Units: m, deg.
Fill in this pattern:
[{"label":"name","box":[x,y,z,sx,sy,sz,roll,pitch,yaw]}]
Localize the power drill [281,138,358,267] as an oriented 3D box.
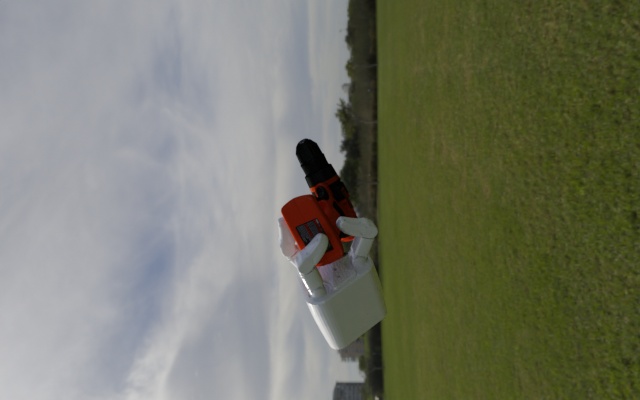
[{"label":"power drill","box":[0.000,0.003,0.722,0.057,0.184,0.187,-26,11,20]}]
